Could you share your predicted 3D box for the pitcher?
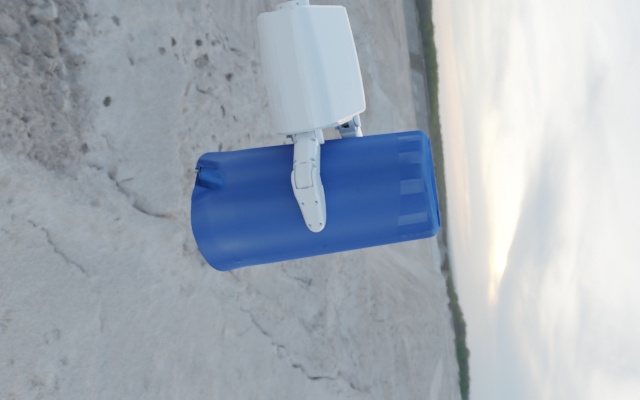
[{"bbox_3d":[0.000,0.002,0.512,0.243,0.145,0.149,-7,16,14],"label":"pitcher"}]
